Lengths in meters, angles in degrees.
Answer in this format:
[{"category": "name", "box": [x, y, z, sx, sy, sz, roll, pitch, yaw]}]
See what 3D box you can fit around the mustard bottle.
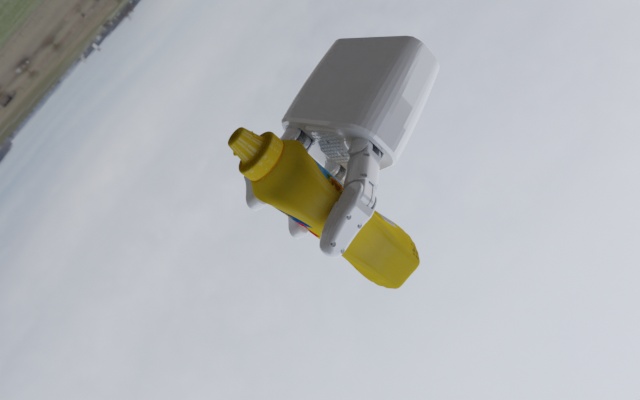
[{"category": "mustard bottle", "box": [0.000, 0.002, 0.413, 0.192, 0.058, 0.096, 39, 5, -29]}]
